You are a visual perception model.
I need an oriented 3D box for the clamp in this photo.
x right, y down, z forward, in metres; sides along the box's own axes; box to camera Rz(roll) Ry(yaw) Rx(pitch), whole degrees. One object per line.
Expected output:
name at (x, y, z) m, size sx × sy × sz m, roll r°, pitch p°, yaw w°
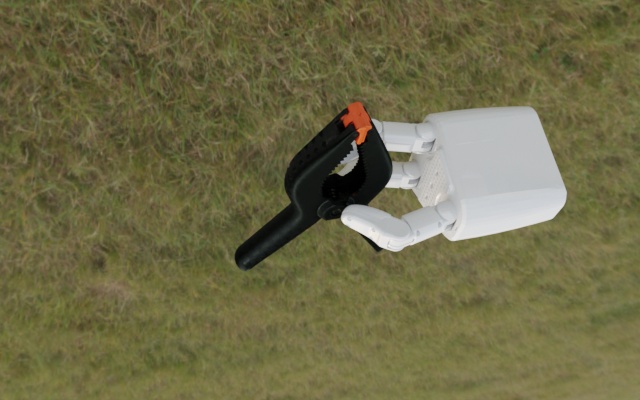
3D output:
clamp at (0.001, 0.002, 0.430) m, size 0.164 × 0.036 × 0.210 m, roll -11°, pitch -34°, yaw -13°
